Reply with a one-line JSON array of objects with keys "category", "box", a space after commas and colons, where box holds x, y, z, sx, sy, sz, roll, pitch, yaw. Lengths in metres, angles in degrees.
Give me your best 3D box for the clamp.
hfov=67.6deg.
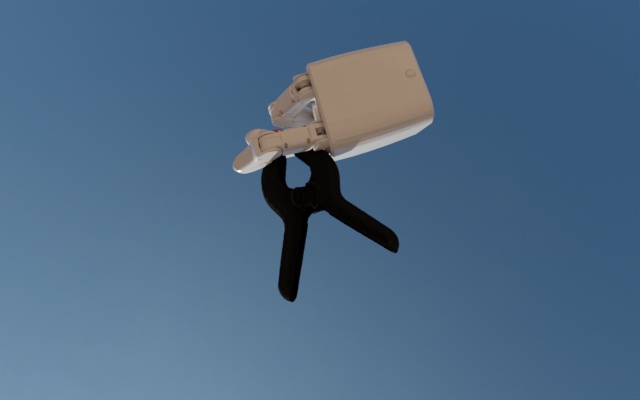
[{"category": "clamp", "box": [0.000, 0.002, 0.468, 0.120, 0.171, 0.039, -16, -17, 0]}]
